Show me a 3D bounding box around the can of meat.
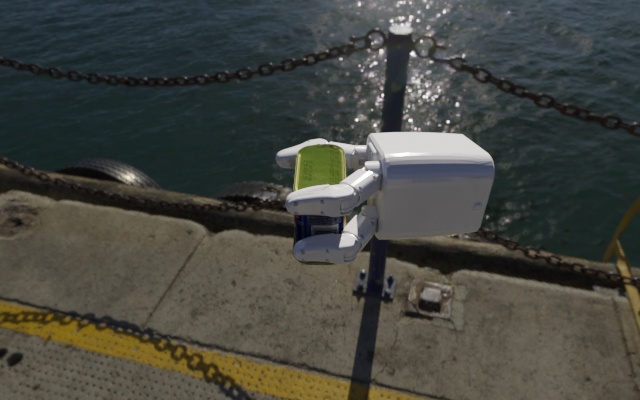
[{"bbox_3d":[0.000,0.001,0.495,0.057,0.084,0.102,1,39,0],"label":"can of meat"}]
